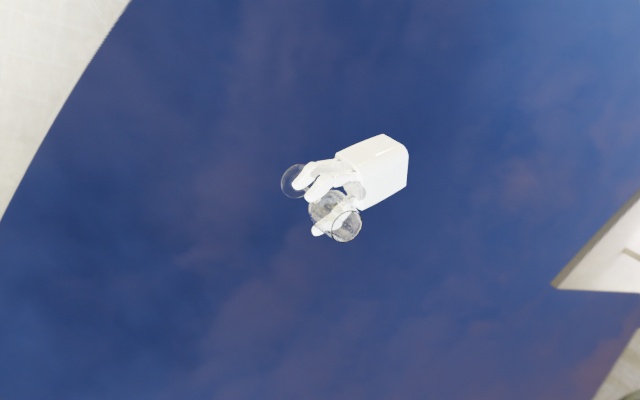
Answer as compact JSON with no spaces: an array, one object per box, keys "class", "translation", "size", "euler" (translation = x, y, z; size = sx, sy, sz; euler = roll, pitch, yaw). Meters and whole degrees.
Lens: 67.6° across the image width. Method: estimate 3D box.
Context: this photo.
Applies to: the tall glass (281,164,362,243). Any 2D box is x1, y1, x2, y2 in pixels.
[{"class":"tall glass","translation":[0.000,0.003,0.887],"size":[0.079,0.079,0.201],"euler":[0,25,-30]}]
